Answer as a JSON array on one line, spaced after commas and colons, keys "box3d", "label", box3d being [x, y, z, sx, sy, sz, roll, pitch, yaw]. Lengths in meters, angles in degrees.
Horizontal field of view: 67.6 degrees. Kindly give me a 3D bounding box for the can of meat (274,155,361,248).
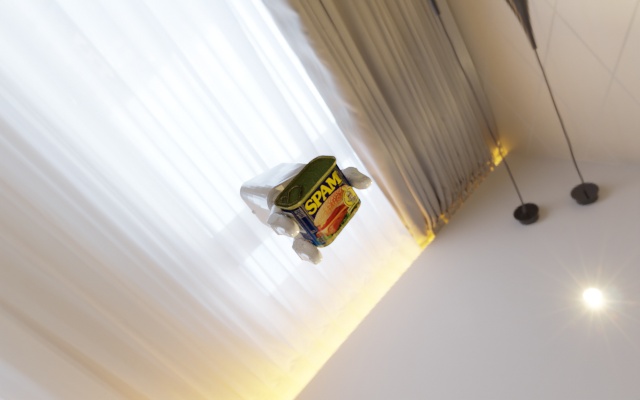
[{"box3d": [0.000, 0.002, 0.659, 0.057, 0.084, 0.102, 10, 52, 52], "label": "can of meat"}]
